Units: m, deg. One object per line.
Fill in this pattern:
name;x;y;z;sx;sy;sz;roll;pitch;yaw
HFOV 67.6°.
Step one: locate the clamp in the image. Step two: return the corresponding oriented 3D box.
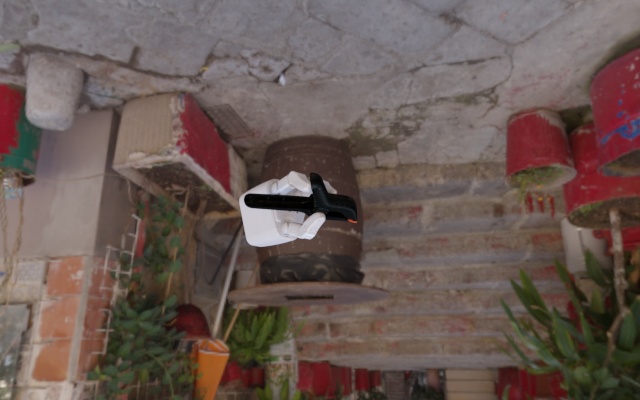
clamp;0.000;0.004;0.808;0.210;0.036;0.164;15;-22;-39
